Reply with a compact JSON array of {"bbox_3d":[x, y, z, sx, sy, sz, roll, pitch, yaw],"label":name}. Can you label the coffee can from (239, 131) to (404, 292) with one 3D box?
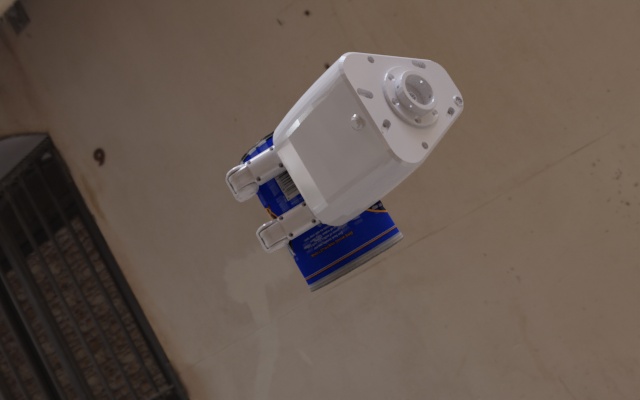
[{"bbox_3d":[0.000,0.002,0.462,0.103,0.140,0.103,-30,-6,-4],"label":"coffee can"}]
